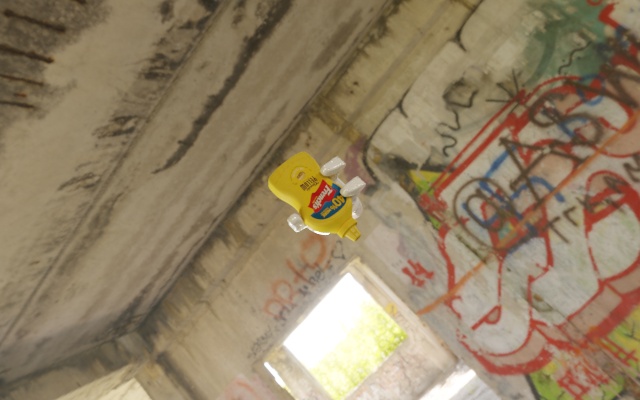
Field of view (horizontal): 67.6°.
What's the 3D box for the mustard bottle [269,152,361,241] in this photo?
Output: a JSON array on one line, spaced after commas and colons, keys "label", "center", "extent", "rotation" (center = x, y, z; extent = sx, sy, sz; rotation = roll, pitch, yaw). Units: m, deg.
[{"label": "mustard bottle", "center": [0.000, 0.003, 0.870], "extent": [0.096, 0.191, 0.058], "rotation": [-39, -16, -22]}]
